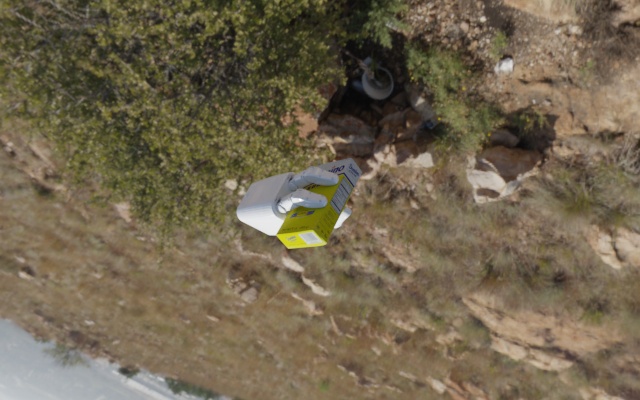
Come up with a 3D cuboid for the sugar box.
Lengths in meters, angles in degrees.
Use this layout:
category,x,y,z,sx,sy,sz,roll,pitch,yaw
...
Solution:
category,x,y,z,sx,sy,sz,roll,pitch,yaw
sugar box,0.000,0.003,0.849,0.093,0.176,0.048,-10,-47,41
